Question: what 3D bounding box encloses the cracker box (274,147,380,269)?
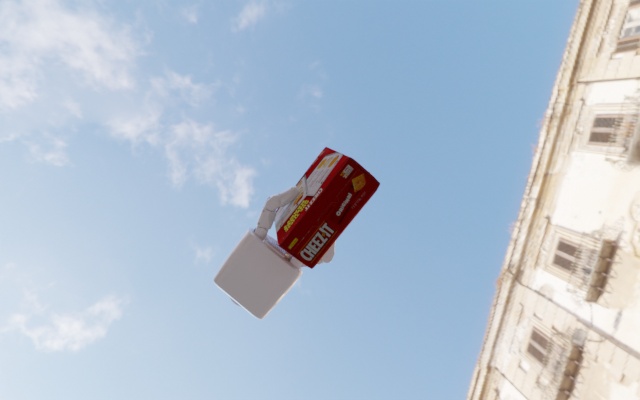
[{"bbox_3d":[0.000,0.002,0.780,0.072,0.164,0.213,37,3,-13],"label":"cracker box"}]
